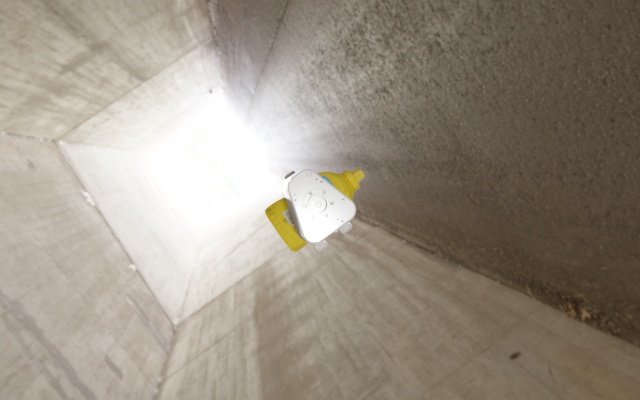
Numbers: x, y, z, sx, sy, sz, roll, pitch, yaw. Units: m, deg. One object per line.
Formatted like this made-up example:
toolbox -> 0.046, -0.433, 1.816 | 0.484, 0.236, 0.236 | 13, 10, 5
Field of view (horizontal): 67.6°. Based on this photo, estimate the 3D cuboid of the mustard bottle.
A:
mustard bottle -> 0.000, 0.003, 0.877 | 0.191, 0.096, 0.058 | -36, -21, -5
